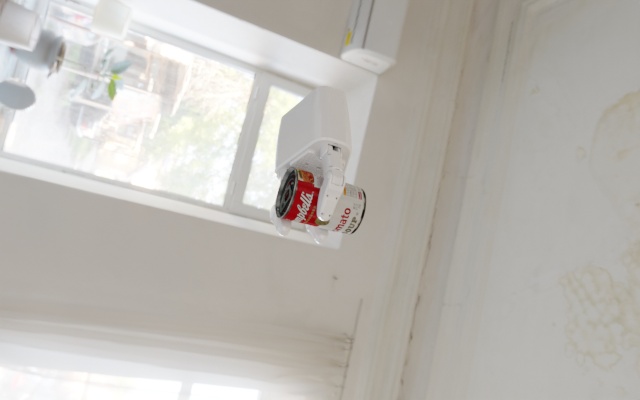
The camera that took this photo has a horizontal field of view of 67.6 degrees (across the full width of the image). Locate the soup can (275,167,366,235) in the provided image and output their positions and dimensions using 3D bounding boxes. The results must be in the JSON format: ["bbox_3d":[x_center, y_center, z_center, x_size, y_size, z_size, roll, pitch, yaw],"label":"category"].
[{"bbox_3d":[0.000,0.002,0.627,0.102,0.068,0.068,15,-6,-21],"label":"soup can"}]
